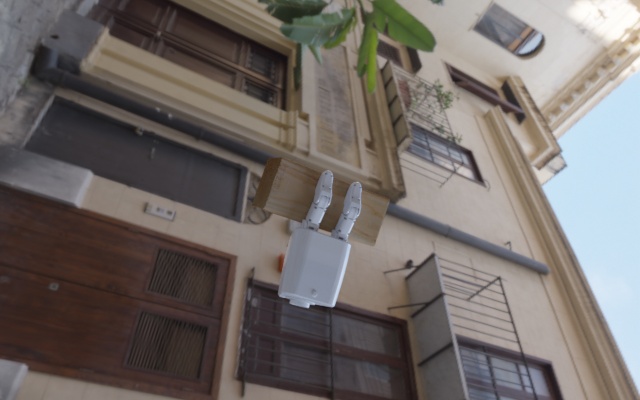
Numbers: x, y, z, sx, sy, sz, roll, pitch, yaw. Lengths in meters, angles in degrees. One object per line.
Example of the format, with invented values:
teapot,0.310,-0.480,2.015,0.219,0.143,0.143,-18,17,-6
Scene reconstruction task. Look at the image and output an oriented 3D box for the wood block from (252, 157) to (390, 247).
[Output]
wood block,0.000,0.003,0.824,0.206,0.090,0.091,21,-5,-21
